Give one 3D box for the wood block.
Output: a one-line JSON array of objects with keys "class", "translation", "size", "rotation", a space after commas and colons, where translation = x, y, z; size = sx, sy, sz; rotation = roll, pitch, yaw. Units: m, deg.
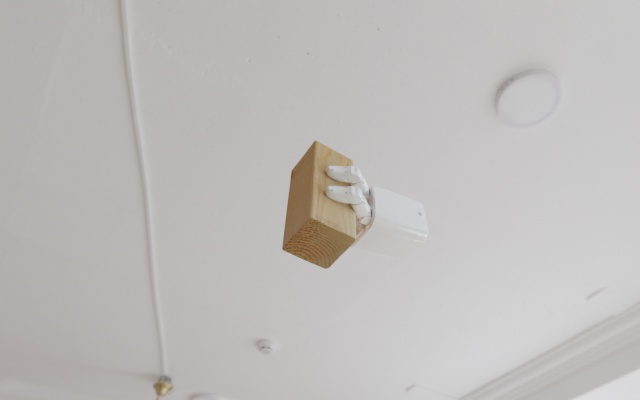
[{"class": "wood block", "translation": [0.000, 0.003, 0.835], "size": [0.090, 0.206, 0.091], "rotation": [26, -53, -19]}]
